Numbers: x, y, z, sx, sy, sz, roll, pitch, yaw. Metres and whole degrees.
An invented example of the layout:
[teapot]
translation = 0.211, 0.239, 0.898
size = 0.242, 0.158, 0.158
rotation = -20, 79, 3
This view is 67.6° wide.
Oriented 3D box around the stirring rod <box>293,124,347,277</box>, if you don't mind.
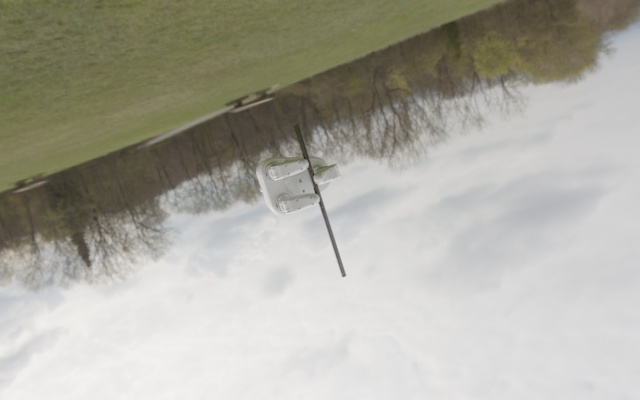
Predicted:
[stirring rod]
translation = 0.000, 0.002, 0.714
size = 0.011, 0.239, 0.011
rotation = -17, 7, 2
